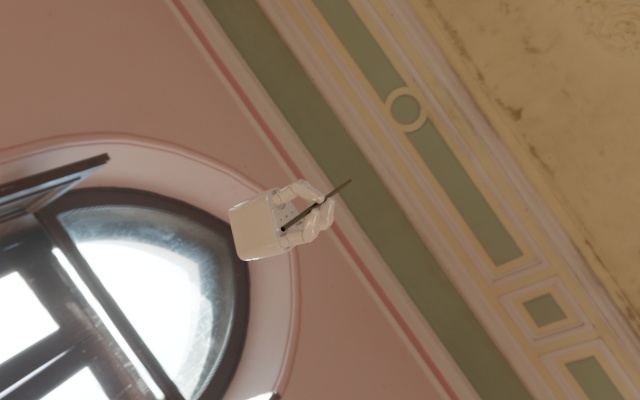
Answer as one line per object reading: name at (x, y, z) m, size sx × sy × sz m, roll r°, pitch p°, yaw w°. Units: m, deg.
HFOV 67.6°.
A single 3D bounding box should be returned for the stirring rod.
stirring rod at (0.000, 0.003, 0.813) m, size 0.011 × 0.011 × 0.239 m, roll 0°, pitch 20°, yaw 30°
